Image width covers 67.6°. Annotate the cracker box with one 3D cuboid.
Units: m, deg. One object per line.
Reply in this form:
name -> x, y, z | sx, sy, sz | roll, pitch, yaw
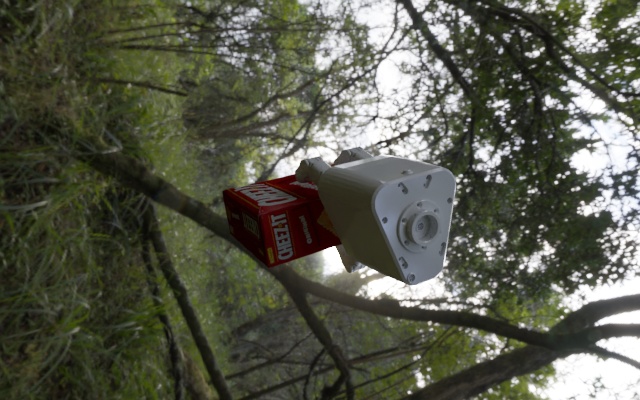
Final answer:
cracker box -> 0.000, 0.002, 0.611 | 0.213, 0.072, 0.164 | -15, 15, -22
